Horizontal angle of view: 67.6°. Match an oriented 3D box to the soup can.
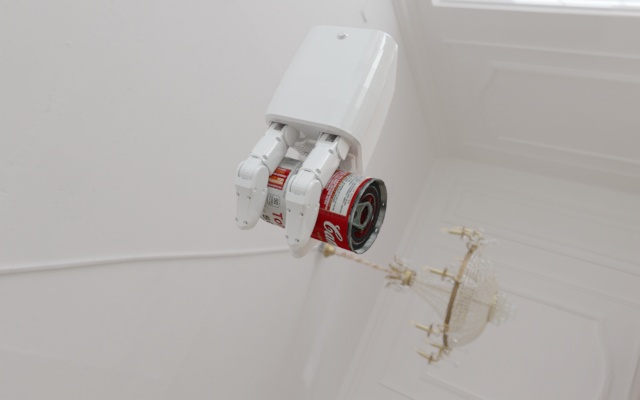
[{"bbox_3d":[0.000,0.002,0.434,0.102,0.068,0.068,16,8,28],"label":"soup can"}]
